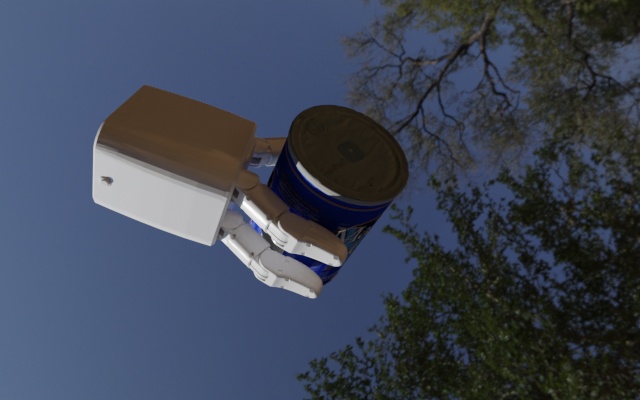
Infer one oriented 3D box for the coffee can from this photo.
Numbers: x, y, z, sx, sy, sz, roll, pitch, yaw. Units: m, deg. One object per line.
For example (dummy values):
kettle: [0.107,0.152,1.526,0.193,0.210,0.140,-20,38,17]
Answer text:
coffee can: [0.000,0.001,0.427,0.103,0.102,0.140,0,-37,-26]
